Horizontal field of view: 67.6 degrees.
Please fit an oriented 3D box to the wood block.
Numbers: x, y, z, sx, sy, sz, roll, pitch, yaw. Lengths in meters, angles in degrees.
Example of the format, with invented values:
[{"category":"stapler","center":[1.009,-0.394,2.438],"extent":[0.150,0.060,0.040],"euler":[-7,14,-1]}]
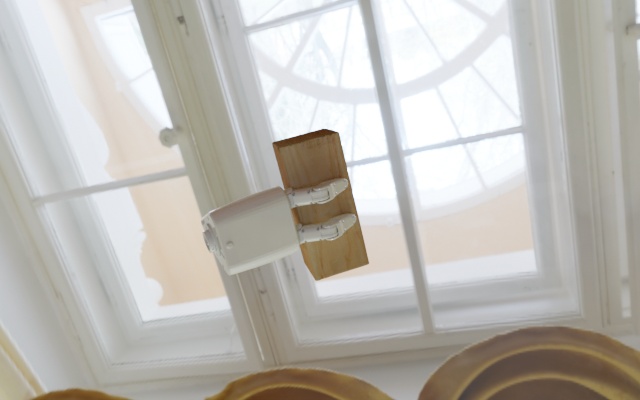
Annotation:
[{"category":"wood block","center":[0.000,0.003,0.731],"extent":[0.090,0.206,0.091],"euler":[-17,16,-10]}]
